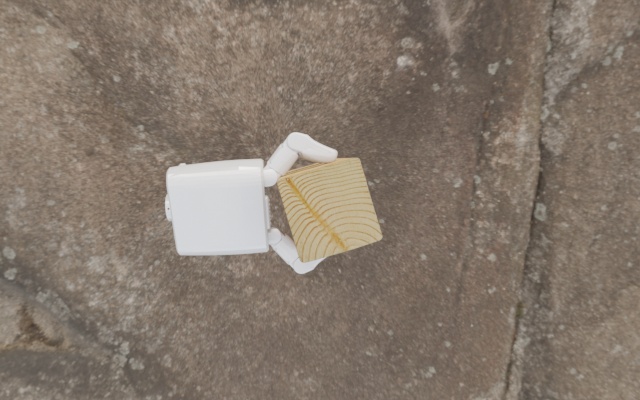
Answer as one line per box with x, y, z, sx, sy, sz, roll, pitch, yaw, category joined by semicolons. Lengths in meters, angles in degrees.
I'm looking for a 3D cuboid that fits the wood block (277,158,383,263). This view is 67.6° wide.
0.000;0.002;0.583;0.090;0.091;0.206;-17;7;-4;wood block
